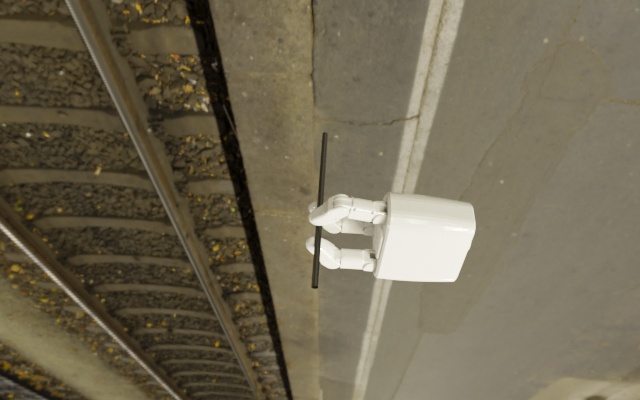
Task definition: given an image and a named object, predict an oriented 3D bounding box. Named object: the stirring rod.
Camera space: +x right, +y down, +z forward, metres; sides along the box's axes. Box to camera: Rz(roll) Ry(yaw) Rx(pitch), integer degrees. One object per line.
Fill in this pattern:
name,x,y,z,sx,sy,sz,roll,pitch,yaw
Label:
stirring rod,0.000,0.002,0.617,0.011,0.239,0.011,3,-36,2
